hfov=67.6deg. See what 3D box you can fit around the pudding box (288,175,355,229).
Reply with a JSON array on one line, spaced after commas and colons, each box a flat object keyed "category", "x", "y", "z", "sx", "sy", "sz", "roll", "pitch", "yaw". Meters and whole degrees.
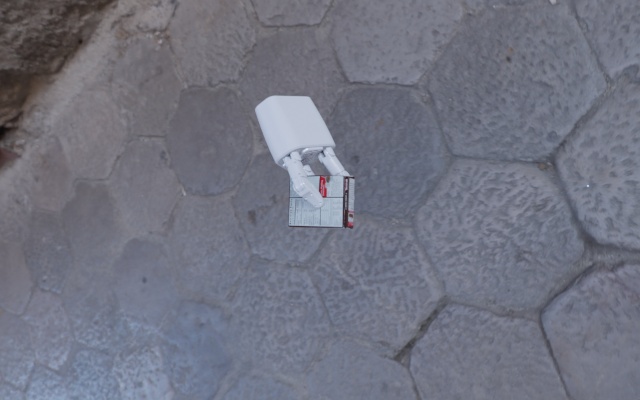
[{"category": "pudding box", "x": 0.000, "y": 0.003, "z": 0.809, "sx": 0.113, "sy": 0.090, "sz": 0.039, "roll": 0, "pitch": -2, "yaw": 31}]
